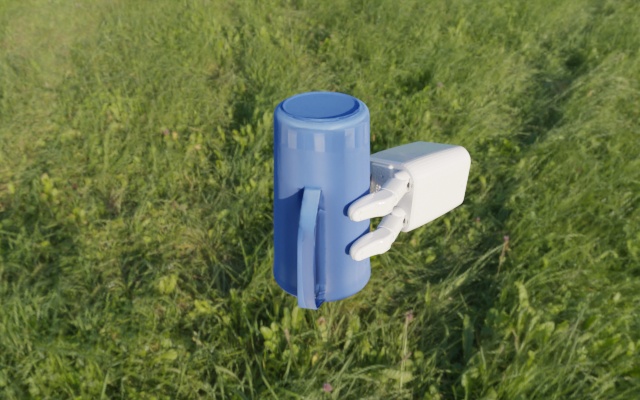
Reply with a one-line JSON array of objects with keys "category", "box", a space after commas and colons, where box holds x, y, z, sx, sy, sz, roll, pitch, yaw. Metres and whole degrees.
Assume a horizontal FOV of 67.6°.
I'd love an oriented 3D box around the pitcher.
[{"category": "pitcher", "box": [0.000, 0.002, 0.586, 0.145, 0.243, 0.149, -19, 36, -28]}]
